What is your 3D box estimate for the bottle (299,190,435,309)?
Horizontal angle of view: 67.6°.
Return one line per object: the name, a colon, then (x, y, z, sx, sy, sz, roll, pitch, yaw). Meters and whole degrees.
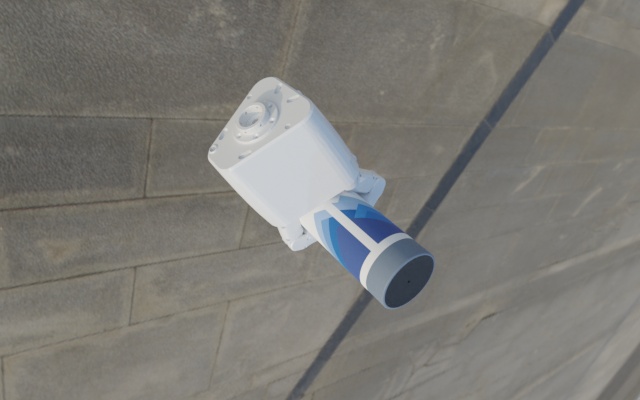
bottle: (0.000, 0.002, 0.543, 0.069, 0.069, 0.295, 0, 31, -41)
